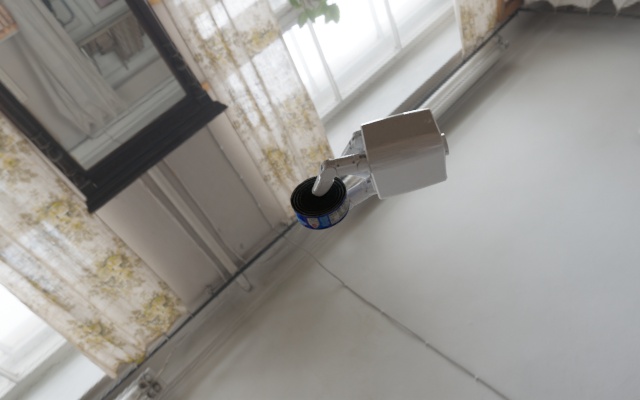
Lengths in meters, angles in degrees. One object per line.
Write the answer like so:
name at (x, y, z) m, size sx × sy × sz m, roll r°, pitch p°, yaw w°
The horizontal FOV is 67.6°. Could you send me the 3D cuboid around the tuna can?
tuna can at (0.000, 0.003, 0.719) m, size 0.086 × 0.086 × 0.034 m, roll 0°, pitch -43°, yaw 19°
